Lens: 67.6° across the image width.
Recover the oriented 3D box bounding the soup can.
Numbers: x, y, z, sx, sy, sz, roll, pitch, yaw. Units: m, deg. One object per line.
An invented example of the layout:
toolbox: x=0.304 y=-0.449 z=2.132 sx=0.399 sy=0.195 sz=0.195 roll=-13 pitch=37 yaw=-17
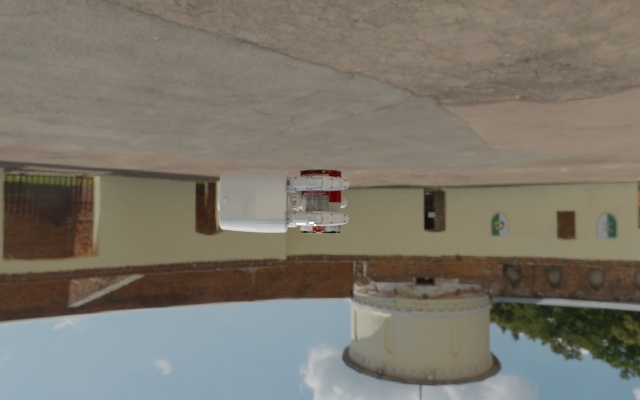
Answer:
soup can: x=0.001 y=0.003 z=0.783 sx=0.068 sy=0.102 sz=0.068 roll=1 pitch=-2 yaw=0
